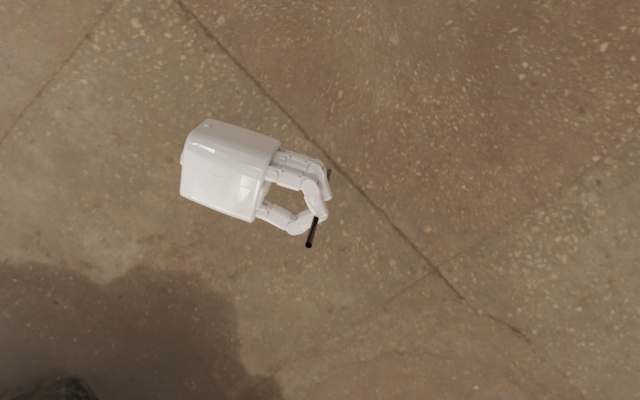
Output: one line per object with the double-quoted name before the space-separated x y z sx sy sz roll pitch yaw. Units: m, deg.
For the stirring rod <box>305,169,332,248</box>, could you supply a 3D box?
"stirring rod" 0.000 0.002 0.662 0.011 0.011 0.239 0 25 7
